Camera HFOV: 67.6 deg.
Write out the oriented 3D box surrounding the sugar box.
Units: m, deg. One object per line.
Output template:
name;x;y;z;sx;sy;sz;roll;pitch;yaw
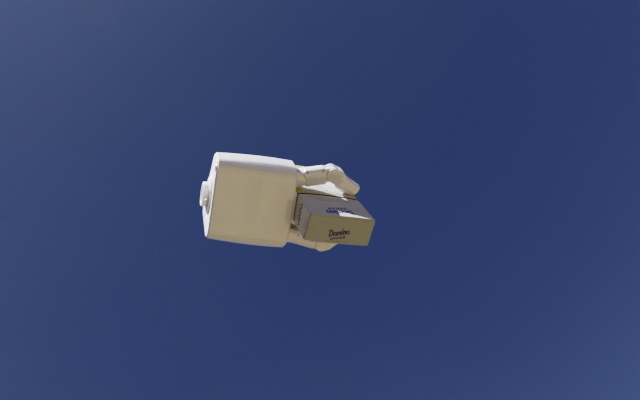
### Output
sugar box;0.000;0.003;0.677;0.093;0.048;0.176;7;25;-20
